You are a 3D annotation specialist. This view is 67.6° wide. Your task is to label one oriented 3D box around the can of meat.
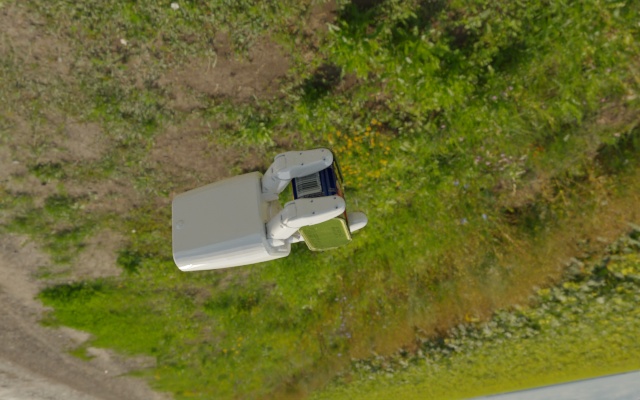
[{"bbox_3d":[0.000,0.002,0.540,0.057,0.084,0.102,-12,-25,6],"label":"can of meat"}]
